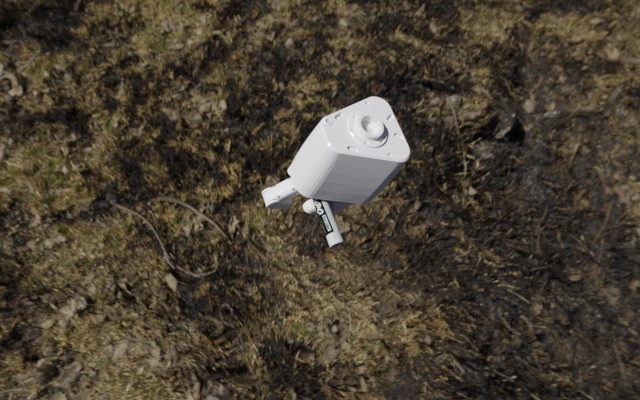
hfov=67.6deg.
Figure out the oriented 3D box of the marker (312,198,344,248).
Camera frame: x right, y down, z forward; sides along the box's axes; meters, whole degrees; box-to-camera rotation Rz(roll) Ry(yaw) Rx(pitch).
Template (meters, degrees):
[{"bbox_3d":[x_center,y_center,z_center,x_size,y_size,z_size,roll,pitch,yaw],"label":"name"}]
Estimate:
[{"bbox_3d":[0.000,0.002,0.614,0.020,0.121,0.020,-19,-19,-7],"label":"marker"}]
